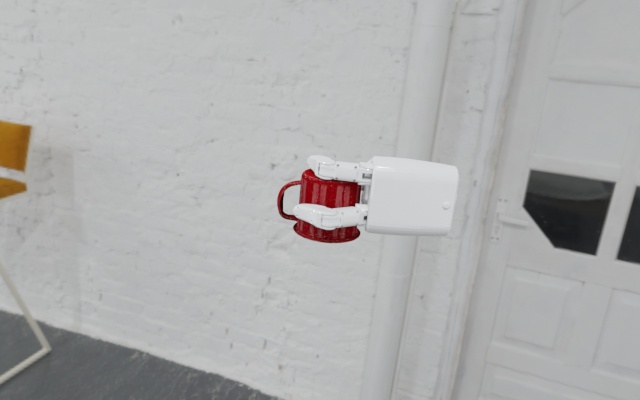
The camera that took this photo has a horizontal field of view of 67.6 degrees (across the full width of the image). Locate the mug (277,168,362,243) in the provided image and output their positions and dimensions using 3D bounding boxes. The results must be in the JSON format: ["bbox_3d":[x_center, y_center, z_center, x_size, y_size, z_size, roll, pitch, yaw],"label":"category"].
[{"bbox_3d":[-0.001,0.002,0.644,0.117,0.081,0.093,5,17,-2],"label":"mug"}]
